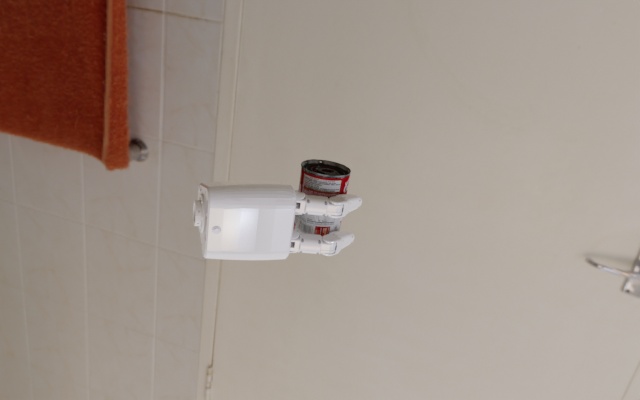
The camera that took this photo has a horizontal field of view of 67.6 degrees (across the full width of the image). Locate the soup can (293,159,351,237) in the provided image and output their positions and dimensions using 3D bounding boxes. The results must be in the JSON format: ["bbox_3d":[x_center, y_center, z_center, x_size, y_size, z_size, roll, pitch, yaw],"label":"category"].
[{"bbox_3d":[0.000,0.002,0.657,0.068,0.102,0.068,8,21,-3],"label":"soup can"}]
